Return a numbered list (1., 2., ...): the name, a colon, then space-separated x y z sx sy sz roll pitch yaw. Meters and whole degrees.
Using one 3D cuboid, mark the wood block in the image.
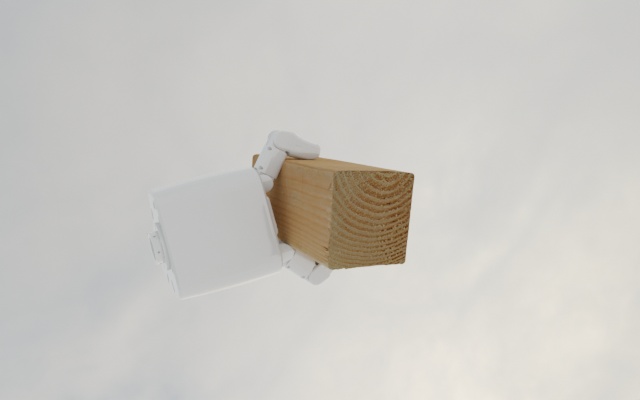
1. wood block: 0.000 0.001 0.523 0.090 0.091 0.206 0 10 -28
